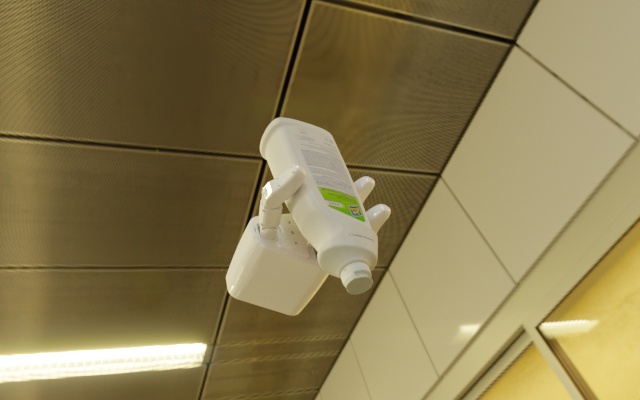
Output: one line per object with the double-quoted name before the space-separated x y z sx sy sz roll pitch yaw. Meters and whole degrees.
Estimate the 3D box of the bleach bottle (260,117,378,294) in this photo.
"bleach bottle" 0.000 0.002 0.565 0.102 0.068 0.250 11 37 -28
